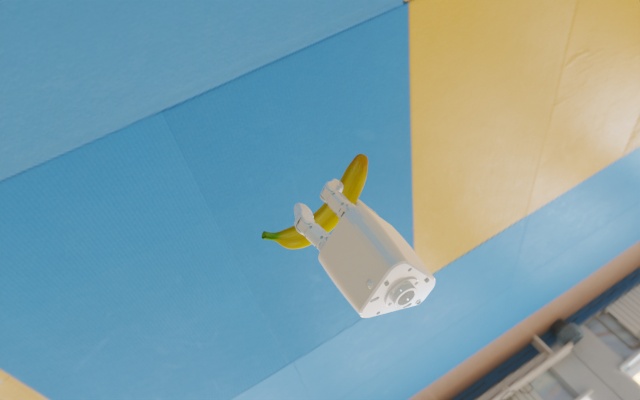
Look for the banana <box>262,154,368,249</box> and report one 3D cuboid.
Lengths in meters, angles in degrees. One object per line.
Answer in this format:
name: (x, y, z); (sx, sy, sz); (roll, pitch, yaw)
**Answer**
banana: (0.007, 0.014, 0.720); (0.070, 0.198, 0.037); (45, 7, -44)
